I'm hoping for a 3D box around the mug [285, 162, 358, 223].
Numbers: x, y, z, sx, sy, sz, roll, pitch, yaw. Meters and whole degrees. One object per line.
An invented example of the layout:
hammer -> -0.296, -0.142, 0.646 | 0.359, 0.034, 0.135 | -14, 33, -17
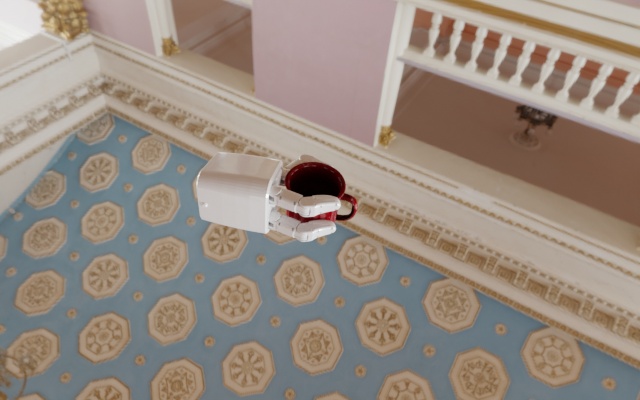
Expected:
mug -> 0.002, 0.003, 0.750 | 0.117, 0.093, 0.082 | 12, -43, 3
